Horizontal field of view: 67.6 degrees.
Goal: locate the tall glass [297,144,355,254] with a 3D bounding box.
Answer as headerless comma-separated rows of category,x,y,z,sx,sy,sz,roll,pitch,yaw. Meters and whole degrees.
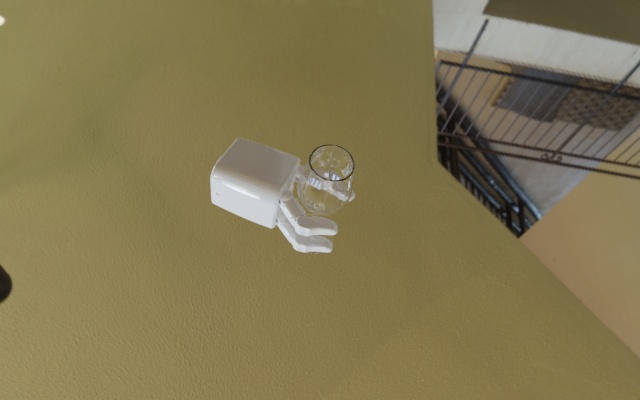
tall glass,0.000,0.003,0.717,0.079,0.079,0.201,0,-32,-11
